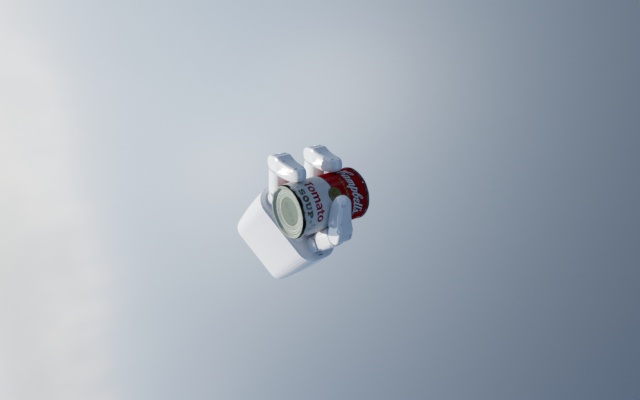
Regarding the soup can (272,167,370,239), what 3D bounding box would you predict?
[{"bbox_3d":[0.000,0.002,0.586,0.102,0.068,0.068,-17,10,-35],"label":"soup can"}]
